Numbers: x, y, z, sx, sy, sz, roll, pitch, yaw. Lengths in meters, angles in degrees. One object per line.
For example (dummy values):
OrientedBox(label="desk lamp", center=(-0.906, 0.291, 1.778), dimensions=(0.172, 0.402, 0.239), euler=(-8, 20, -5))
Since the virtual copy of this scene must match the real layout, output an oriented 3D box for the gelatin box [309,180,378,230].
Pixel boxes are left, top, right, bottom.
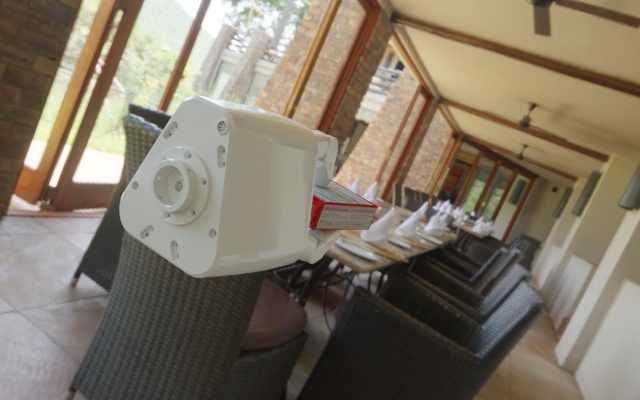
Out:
OrientedBox(label="gelatin box", center=(0.000, 0.001, 0.463), dimensions=(0.073, 0.030, 0.089), euler=(31, 18, 37))
